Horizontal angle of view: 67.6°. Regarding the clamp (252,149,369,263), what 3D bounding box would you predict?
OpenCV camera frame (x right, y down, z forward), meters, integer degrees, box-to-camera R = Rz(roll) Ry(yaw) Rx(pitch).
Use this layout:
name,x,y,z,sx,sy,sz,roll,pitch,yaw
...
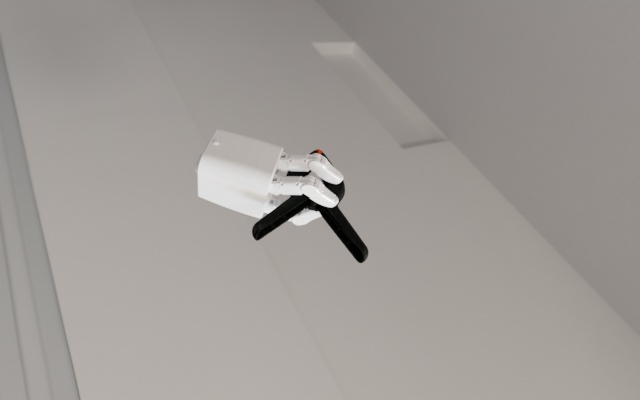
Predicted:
name,x,y,z,sx,sy,sz,roll,pitch,yaw
clamp,0.000,0.002,0.719,0.164,0.036,0.209,19,43,-5
